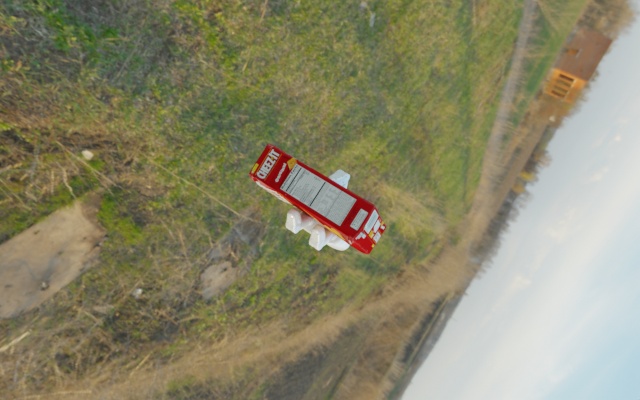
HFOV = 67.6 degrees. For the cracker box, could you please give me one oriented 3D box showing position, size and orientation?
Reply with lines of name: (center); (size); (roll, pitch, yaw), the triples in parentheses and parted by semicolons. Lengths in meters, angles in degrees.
cracker box: (0.000, 0.003, 0.825); (0.213, 0.072, 0.164); (31, -5, 19)
